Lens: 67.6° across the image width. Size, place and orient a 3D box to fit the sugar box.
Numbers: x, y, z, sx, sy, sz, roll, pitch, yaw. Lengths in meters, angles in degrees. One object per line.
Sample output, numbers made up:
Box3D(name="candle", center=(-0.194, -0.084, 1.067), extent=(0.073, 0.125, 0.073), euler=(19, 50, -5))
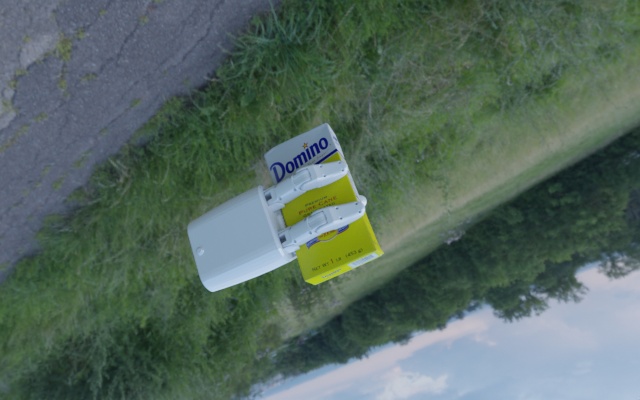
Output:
Box3D(name="sugar box", center=(0.000, 0.002, 0.579), extent=(0.093, 0.176, 0.048), euler=(-25, -20, 10))
